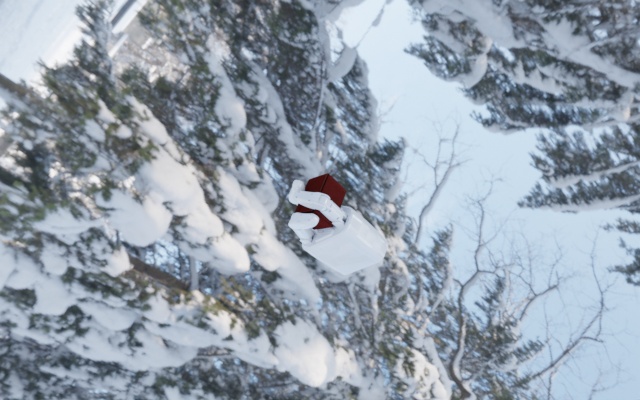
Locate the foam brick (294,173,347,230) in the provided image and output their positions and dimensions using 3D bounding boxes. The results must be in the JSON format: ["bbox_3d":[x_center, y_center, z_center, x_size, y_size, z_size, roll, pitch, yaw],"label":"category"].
[{"bbox_3d":[0.000,0.002,0.820,0.051,0.078,0.053,39,-31,-29],"label":"foam brick"}]
